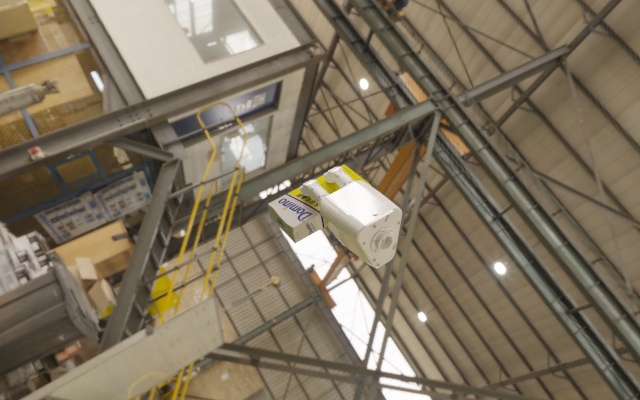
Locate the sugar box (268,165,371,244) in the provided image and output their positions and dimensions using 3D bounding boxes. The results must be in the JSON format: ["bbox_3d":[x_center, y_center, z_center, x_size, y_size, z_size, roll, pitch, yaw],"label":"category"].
[{"bbox_3d":[0.000,0.003,0.895,0.176,0.048,0.093,-27,42,-22],"label":"sugar box"}]
